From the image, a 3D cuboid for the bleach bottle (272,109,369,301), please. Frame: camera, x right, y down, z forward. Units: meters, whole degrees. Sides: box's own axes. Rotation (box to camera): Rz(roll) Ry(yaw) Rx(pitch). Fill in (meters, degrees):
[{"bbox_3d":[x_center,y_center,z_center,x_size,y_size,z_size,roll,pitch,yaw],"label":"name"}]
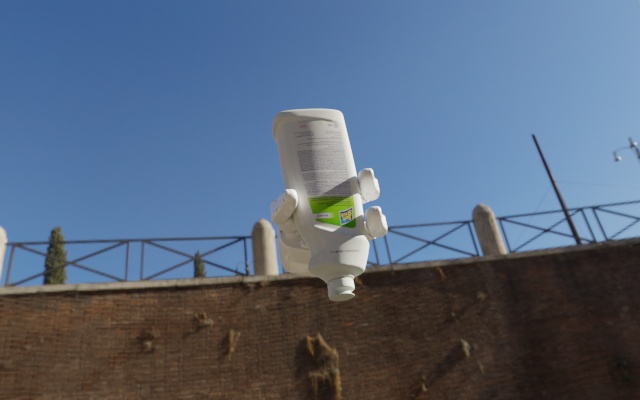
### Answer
[{"bbox_3d":[0.000,0.002,0.603,0.102,0.250,0.068,-4,-28,-8],"label":"bleach bottle"}]
